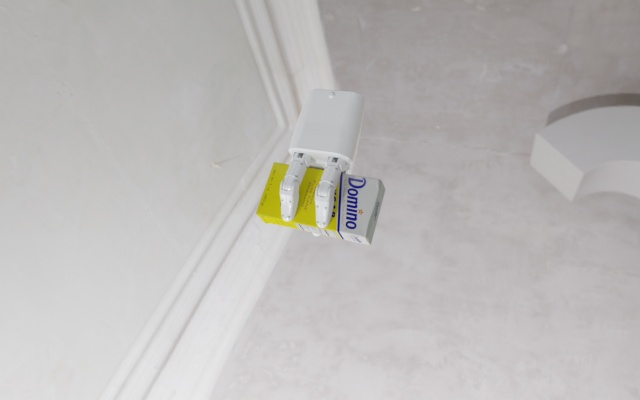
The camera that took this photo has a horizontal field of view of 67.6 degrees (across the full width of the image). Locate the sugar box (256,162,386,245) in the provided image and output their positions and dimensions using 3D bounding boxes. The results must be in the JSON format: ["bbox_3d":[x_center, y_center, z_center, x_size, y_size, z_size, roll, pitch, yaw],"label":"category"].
[{"bbox_3d":[0.000,0.002,0.716,0.176,0.093,0.048,9,-19,22],"label":"sugar box"}]
